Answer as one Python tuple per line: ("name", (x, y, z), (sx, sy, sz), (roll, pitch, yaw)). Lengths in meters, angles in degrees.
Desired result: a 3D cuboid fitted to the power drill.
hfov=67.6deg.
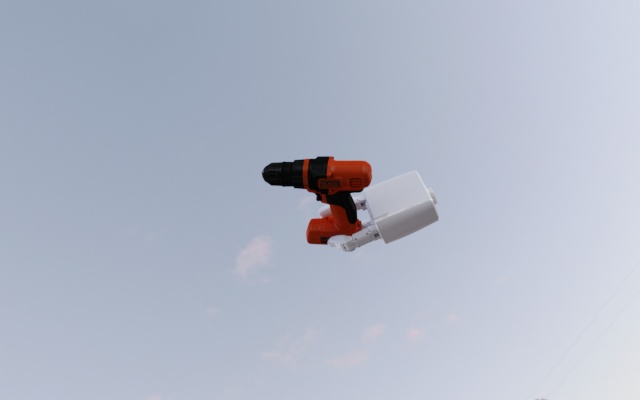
("power drill", (0.000, 0.003, 0.843), (0.184, 0.057, 0.188), (2, -41, 10))
